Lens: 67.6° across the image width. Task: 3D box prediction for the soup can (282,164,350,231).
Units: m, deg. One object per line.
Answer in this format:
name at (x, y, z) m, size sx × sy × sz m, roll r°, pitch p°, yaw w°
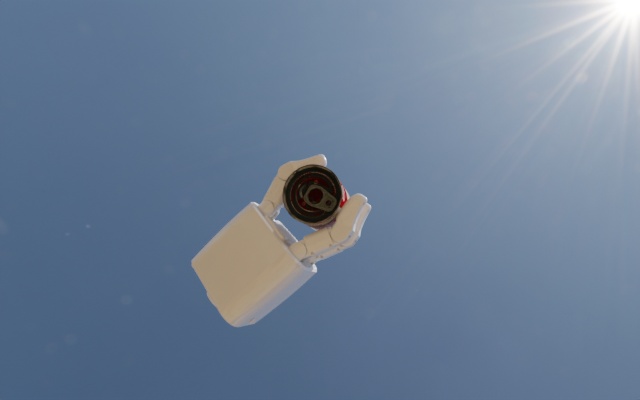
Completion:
soup can at (0.000, 0.002, 0.577) m, size 0.068 × 0.068 × 0.102 m, roll 0°, pitch -11°, yaw 11°
